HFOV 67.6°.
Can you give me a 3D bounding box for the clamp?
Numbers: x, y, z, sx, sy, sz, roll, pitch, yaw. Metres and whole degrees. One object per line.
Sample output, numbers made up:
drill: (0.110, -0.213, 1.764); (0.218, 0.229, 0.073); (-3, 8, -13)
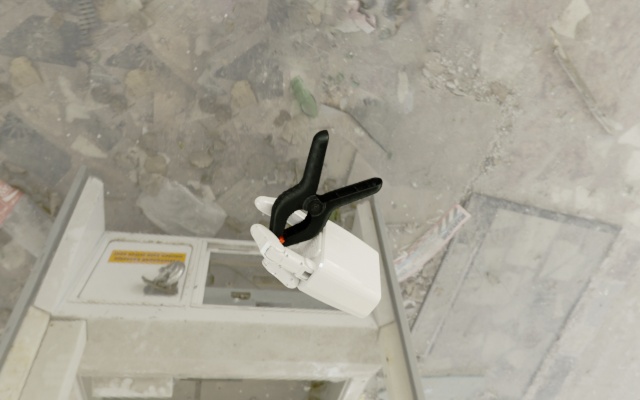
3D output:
clamp: (0.000, 0.002, 0.638); (0.120, 0.171, 0.039); (31, 18, -20)
